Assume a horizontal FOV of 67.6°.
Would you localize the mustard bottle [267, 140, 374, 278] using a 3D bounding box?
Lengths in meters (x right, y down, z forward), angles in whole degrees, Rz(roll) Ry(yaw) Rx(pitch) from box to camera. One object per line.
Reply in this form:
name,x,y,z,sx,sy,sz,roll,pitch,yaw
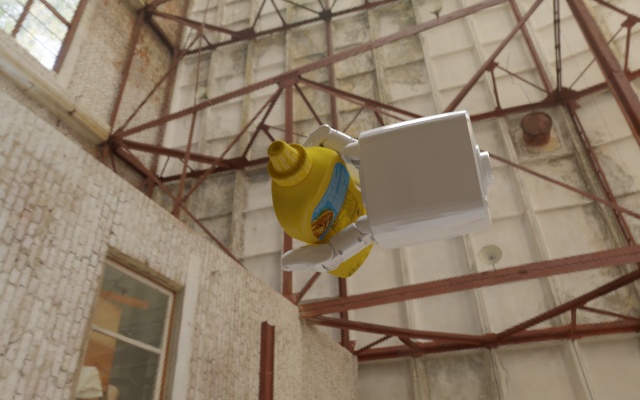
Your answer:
mustard bottle,0.000,0.002,0.491,0.058,0.096,0.192,13,-23,33
